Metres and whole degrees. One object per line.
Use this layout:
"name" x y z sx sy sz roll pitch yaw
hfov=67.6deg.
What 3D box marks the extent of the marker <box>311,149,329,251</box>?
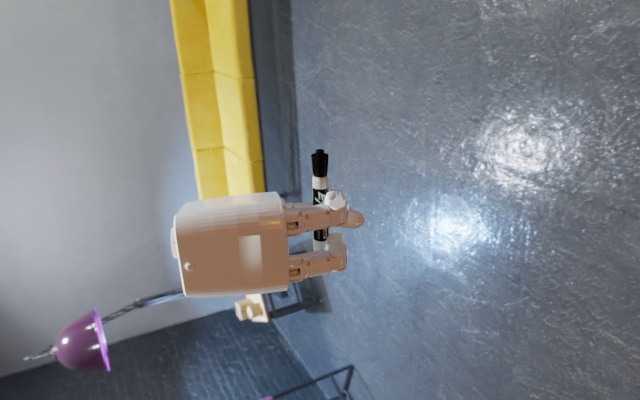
"marker" 0.000 0.002 0.530 0.020 0.121 0.020 -1 25 0
